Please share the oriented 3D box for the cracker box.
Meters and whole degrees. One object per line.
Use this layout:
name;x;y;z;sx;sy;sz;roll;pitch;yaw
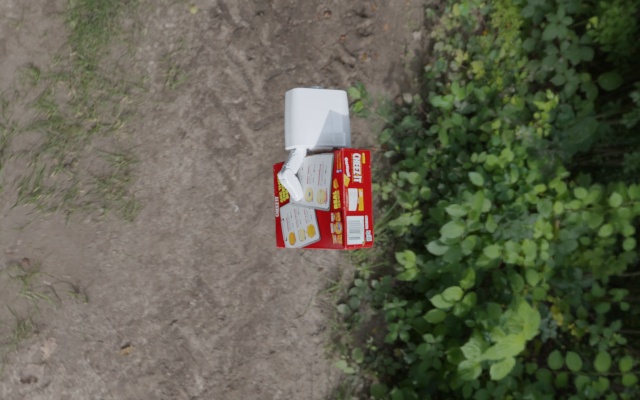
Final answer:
cracker box;0.000;0.003;0.852;0.072;0.164;0.214;0;-4;-36
